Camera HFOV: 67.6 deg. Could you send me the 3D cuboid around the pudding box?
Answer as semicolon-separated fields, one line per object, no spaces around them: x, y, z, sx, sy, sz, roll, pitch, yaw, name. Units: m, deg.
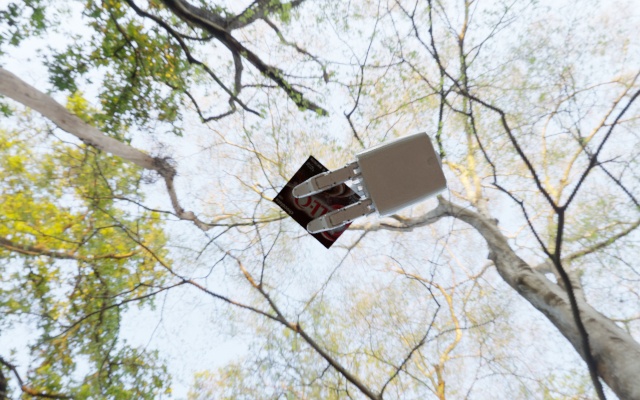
0.000;0.002;0.706;0.113;0.090;0.039;41;5;3;pudding box
